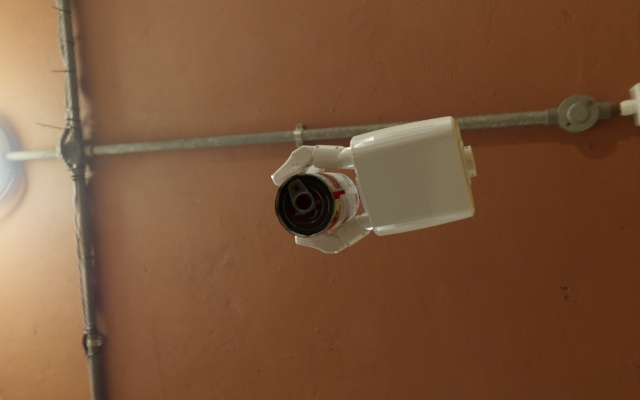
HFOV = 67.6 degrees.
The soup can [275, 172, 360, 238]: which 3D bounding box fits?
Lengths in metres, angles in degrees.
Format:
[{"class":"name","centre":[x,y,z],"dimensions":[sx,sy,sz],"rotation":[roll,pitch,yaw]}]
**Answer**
[{"class":"soup can","centre":[0.000,0.002,0.544],"dimensions":[0.068,0.068,0.102],"rotation":[0,4,20]}]
